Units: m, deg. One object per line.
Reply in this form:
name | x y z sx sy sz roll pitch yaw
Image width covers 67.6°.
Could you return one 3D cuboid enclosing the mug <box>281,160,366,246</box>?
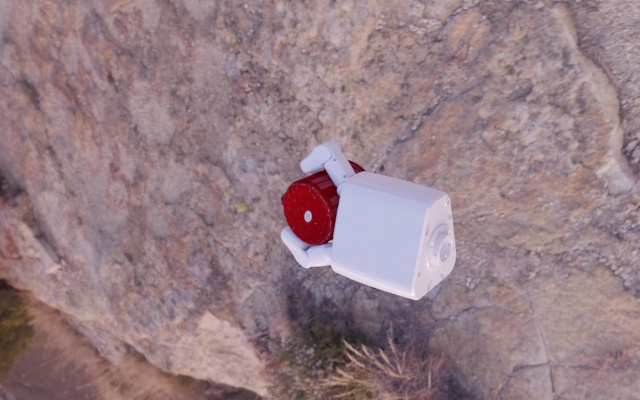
mug | -0.001 0.002 0.590 0.117 0.093 0.081 15 27 39
